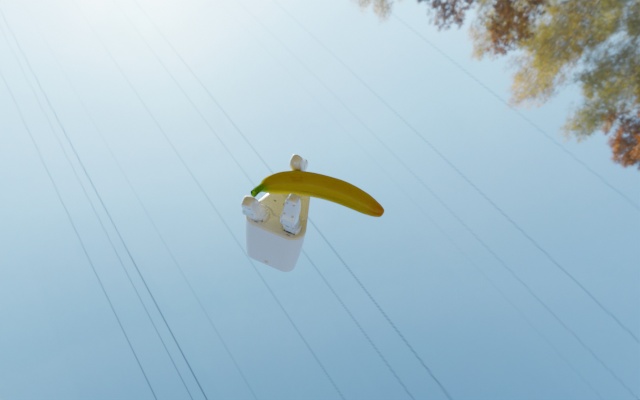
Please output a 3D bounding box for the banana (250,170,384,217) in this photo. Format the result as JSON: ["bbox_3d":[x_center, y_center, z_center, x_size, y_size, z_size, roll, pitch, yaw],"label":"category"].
[{"bbox_3d":[-0.003,-0.012,0.713,0.198,0.069,0.037,8,-43,-8],"label":"banana"}]
